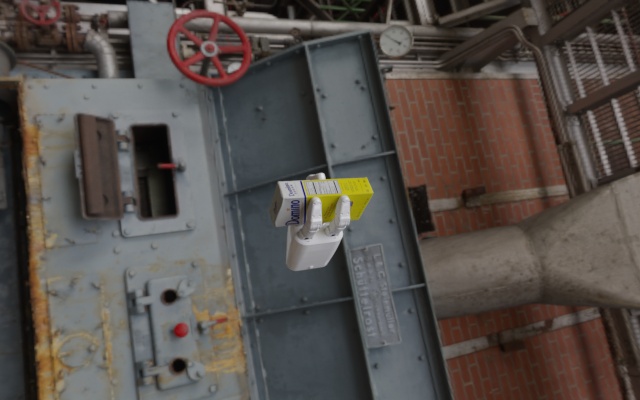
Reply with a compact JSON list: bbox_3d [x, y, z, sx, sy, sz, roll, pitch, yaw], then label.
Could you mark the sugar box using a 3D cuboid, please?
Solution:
[{"bbox_3d":[0.000,0.003,0.886,0.176,0.048,0.093,-6,-34,-22],"label":"sugar box"}]
